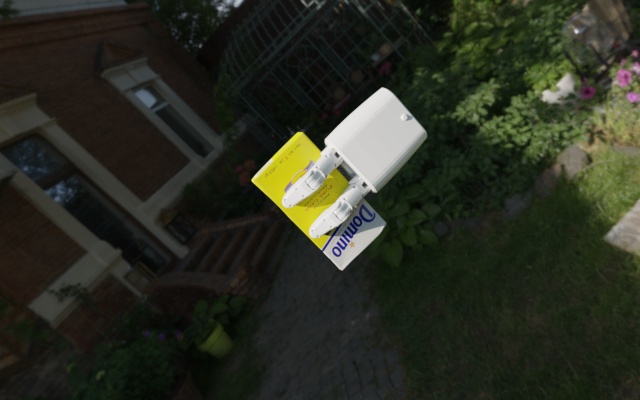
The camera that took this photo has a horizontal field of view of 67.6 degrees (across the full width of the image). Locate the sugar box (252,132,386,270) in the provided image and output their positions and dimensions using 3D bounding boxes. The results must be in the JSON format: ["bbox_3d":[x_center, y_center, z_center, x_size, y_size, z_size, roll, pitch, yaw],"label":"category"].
[{"bbox_3d":[0.000,0.002,0.651,0.176,0.093,0.048,45,-3,-12],"label":"sugar box"}]
